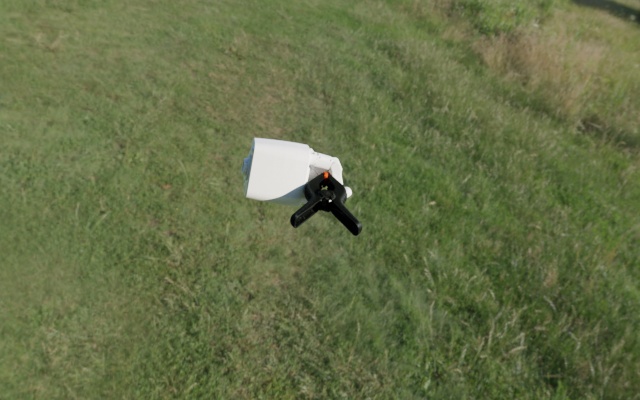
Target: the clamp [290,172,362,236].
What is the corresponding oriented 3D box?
[{"bbox_3d":[0.000,0.002,0.849,0.120,0.039,0.171,8,31,-16],"label":"clamp"}]
